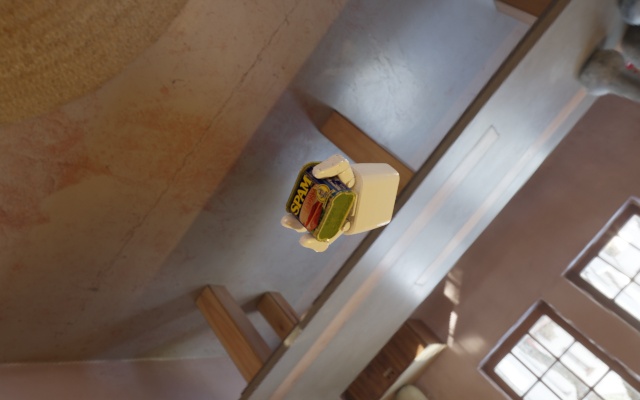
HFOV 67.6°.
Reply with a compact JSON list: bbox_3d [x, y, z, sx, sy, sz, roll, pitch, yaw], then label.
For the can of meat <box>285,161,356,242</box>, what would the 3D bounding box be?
[{"bbox_3d":[0.000,0.003,0.761,0.057,0.102,0.084,-6,40,-45],"label":"can of meat"}]
